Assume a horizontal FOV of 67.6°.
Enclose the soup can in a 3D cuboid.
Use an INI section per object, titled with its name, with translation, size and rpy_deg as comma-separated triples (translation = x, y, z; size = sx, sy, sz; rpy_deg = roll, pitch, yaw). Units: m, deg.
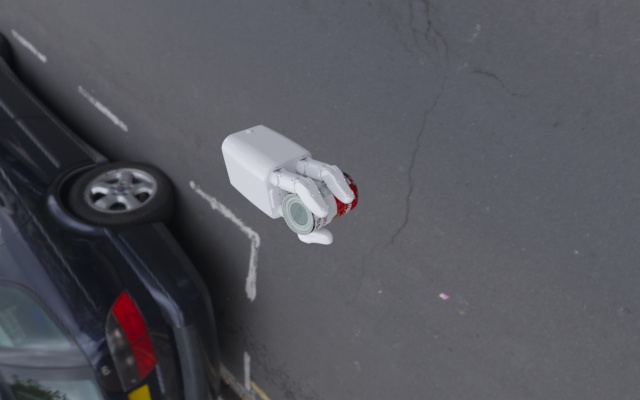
[soup can]
translation = 0.000, 0.003, 0.714
size = 0.068, 0.068, 0.102
rpy_deg = 0, 20, 46
